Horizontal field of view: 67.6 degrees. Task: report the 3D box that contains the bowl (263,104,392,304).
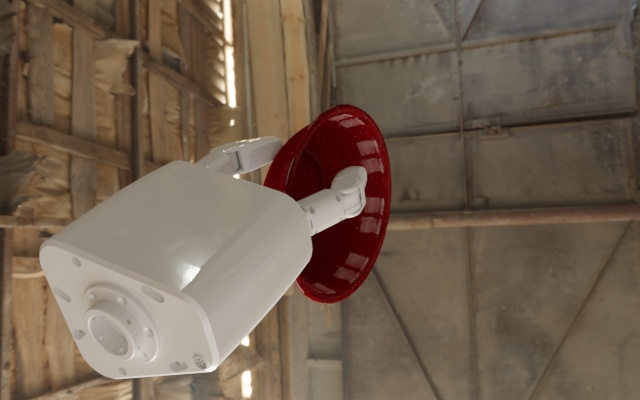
[{"bbox_3d":[0.000,0.001,0.404,0.055,0.162,0.162,7,4,35],"label":"bowl"}]
